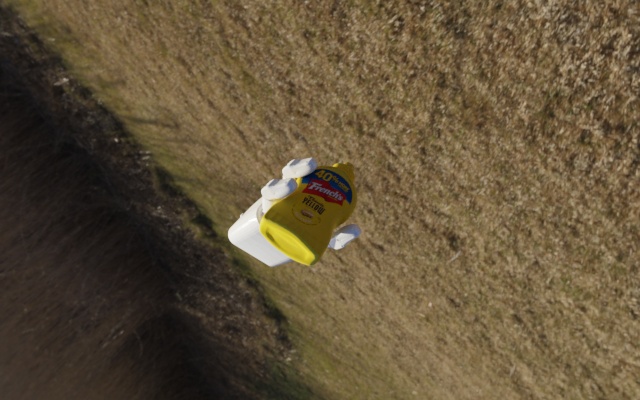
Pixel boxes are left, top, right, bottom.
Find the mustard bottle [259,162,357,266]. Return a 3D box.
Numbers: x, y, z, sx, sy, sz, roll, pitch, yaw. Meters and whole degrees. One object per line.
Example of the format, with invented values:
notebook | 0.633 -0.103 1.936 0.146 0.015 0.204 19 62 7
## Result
mustard bottle | 0.000 0.002 0.703 0.096 0.058 0.191 32 49 8
